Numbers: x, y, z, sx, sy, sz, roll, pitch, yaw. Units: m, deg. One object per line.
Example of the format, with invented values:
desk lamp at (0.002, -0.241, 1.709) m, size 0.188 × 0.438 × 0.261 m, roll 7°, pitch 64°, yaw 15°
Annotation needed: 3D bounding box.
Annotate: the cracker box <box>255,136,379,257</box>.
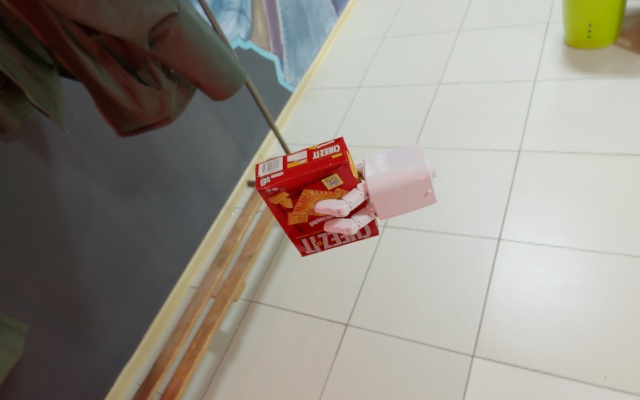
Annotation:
cracker box at (0.000, 0.003, 0.864) m, size 0.164 × 0.072 × 0.214 m, roll -17°, pitch -44°, yaw 12°
